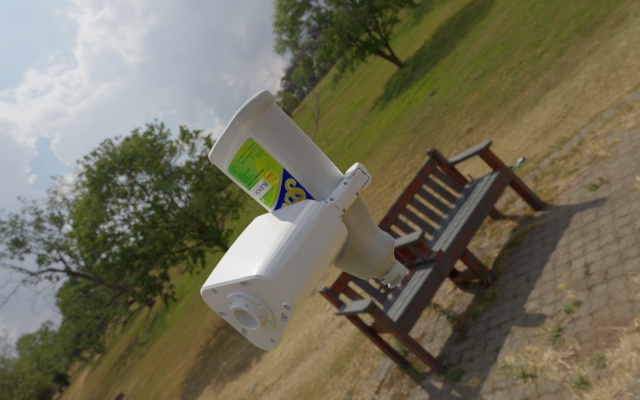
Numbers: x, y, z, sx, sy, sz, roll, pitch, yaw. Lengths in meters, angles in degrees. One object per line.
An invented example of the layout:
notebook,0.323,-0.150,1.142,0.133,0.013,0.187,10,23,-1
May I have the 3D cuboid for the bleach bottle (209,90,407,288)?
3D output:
bleach bottle,0.000,0.002,0.524,0.103,0.251,0.068,-42,9,45
